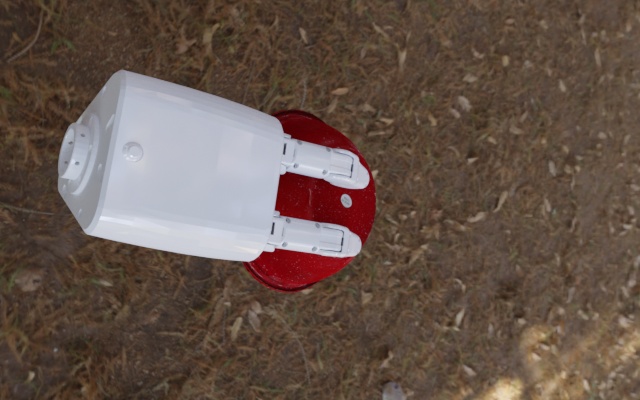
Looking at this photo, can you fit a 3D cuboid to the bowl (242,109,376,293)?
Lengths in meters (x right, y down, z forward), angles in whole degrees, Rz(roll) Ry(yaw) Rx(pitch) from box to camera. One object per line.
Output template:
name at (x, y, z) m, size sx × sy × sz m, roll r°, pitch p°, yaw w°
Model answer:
bowl at (0.001, 0.001, 0.409) m, size 0.055 × 0.162 × 0.162 m, roll 2°, pitch 1°, yaw 40°
